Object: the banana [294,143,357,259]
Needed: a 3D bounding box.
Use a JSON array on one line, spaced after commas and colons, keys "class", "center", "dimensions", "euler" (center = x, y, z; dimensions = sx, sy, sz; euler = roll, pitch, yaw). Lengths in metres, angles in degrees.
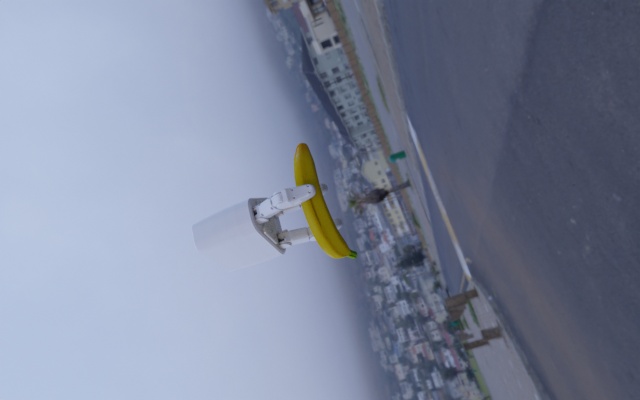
[{"class": "banana", "center": [-0.003, 0.009, 0.716], "dimensions": [0.037, 0.198, 0.069], "euler": [-22, 4, 18]}]
